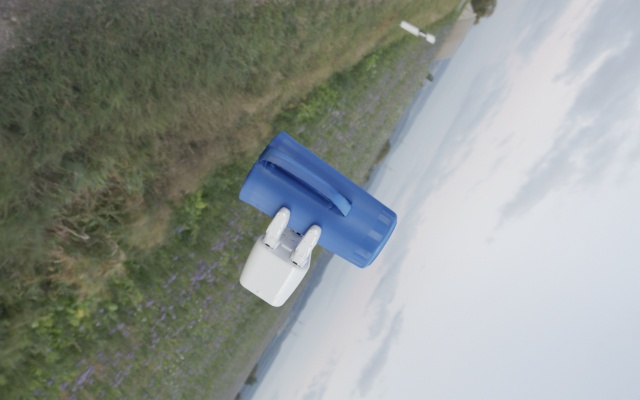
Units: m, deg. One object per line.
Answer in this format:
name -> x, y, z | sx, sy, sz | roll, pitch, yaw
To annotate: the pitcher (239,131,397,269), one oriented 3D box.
pitcher -> 0.000, 0.003, 0.773 | 0.243, 0.145, 0.149 | 33, 31, 2
